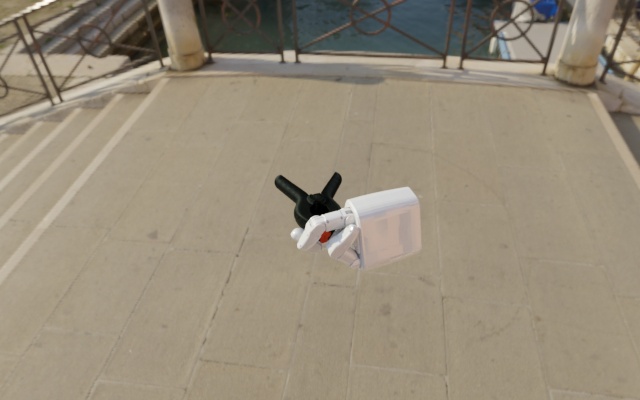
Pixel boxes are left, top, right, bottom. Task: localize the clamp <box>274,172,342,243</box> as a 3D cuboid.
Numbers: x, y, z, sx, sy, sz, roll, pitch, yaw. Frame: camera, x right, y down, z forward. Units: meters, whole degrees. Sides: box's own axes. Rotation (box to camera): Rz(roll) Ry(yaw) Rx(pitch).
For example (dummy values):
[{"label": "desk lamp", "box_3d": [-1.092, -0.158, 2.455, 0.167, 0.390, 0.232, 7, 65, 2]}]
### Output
[{"label": "clamp", "box_3d": [0.000, 0.002, 0.802, 0.120, 0.039, 0.171, -14, 43, -14]}]
